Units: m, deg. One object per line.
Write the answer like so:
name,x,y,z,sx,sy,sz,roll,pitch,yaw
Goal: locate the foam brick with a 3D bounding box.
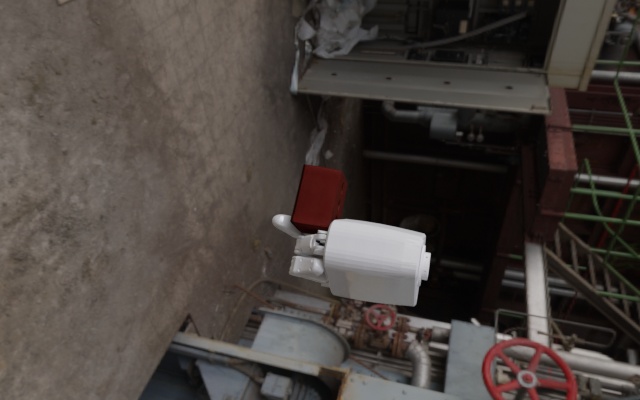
foam brick,0.000,0.002,0.604,0.051,0.078,0.053,8,-16,15
